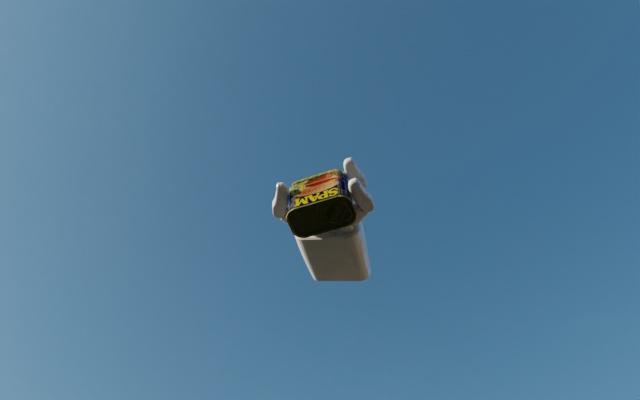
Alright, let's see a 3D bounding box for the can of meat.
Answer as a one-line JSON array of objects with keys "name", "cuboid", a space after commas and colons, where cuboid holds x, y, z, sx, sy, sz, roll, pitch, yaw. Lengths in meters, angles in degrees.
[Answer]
[{"name": "can of meat", "cuboid": [0.000, 0.002, 0.741, 0.102, 0.057, 0.084, -16, 34, 9]}]
